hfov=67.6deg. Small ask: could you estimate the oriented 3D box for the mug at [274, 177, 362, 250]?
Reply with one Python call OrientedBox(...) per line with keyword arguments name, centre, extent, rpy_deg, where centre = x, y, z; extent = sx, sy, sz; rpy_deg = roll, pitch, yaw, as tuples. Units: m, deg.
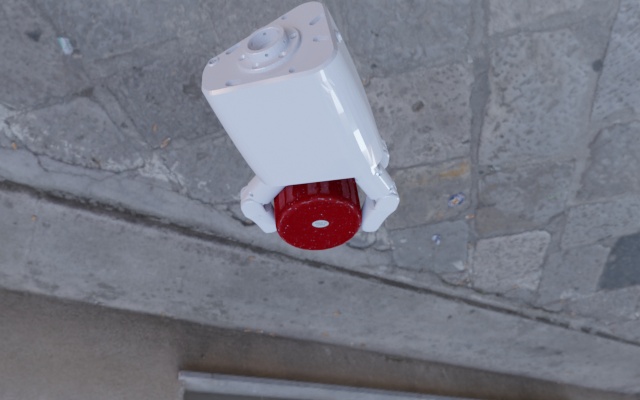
OrientedBox(name="mug", centre=(0.001, 0.003, 0.476), extent=(0.093, 0.081, 0.117), rpy_deg=(-20, -43, 14))
